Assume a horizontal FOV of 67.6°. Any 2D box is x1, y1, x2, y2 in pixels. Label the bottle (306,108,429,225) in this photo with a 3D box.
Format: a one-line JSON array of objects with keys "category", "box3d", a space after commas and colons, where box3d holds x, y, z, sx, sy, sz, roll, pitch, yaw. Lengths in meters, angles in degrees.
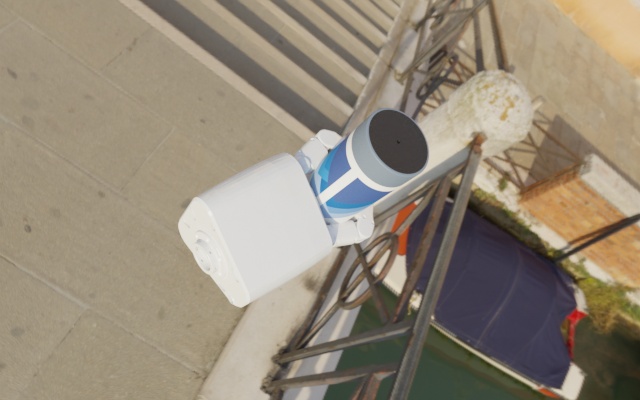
[{"category": "bottle", "box3d": [0.000, 0.002, 0.530, 0.069, 0.069, 0.296, 0, -21, -29]}]
